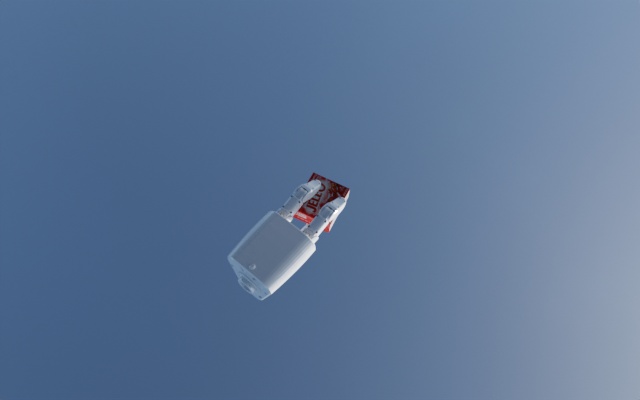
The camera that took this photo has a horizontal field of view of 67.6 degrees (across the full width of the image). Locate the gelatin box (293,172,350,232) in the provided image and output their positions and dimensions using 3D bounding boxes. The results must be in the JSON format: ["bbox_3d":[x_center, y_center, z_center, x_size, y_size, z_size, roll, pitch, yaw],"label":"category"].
[{"bbox_3d":[0.000,0.003,0.830,0.073,0.089,0.030,25,-33,9],"label":"gelatin box"}]
